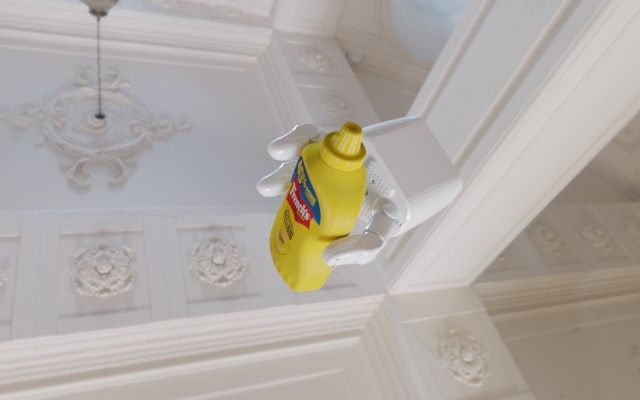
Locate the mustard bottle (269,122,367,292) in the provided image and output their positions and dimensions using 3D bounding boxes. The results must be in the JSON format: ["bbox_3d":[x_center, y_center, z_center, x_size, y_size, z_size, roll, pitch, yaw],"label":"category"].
[{"bbox_3d":[0.000,0.002,0.470,0.058,0.096,0.192,0,-41,-24],"label":"mustard bottle"}]
